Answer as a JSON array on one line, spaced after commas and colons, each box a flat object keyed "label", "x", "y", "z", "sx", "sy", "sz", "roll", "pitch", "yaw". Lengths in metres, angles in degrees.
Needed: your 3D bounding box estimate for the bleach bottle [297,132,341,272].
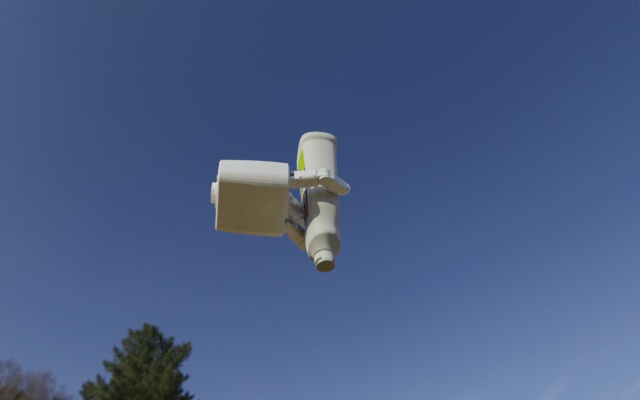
[{"label": "bleach bottle", "x": 0.000, "y": 0.003, "z": 0.778, "sx": 0.068, "sy": 0.103, "sz": 0.250, "roll": 3, "pitch": 44, "yaw": -9}]
